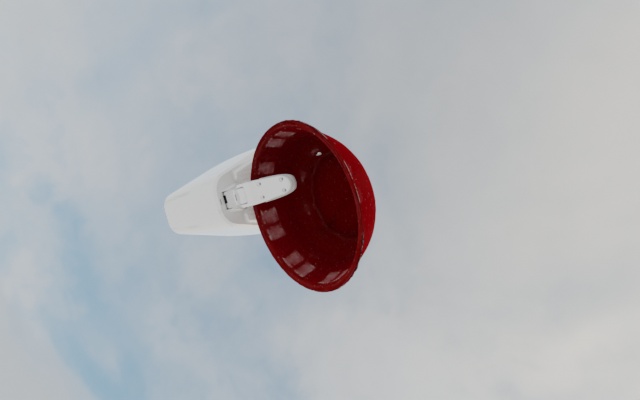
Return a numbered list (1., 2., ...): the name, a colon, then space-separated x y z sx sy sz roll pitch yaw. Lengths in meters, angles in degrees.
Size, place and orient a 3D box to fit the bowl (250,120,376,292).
1. bowl: 0.001 0.002 0.453 0.055 0.162 0.162 -17 10 -38
